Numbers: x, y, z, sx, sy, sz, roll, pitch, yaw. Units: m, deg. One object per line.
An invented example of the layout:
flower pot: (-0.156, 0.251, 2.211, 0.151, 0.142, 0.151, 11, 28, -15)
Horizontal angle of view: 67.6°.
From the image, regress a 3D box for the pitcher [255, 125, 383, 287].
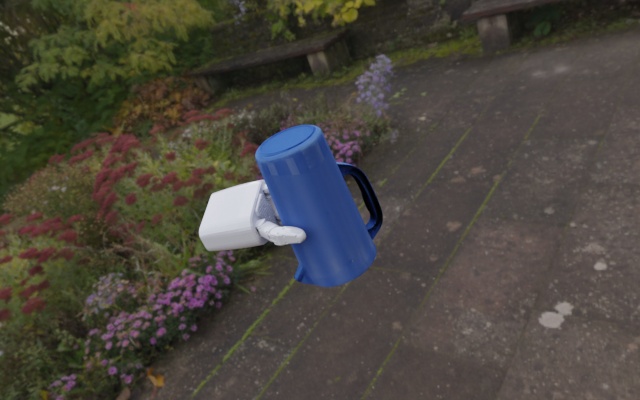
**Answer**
pitcher: (0.000, 0.003, 0.765, 0.145, 0.243, 0.149, -11, 29, 22)
